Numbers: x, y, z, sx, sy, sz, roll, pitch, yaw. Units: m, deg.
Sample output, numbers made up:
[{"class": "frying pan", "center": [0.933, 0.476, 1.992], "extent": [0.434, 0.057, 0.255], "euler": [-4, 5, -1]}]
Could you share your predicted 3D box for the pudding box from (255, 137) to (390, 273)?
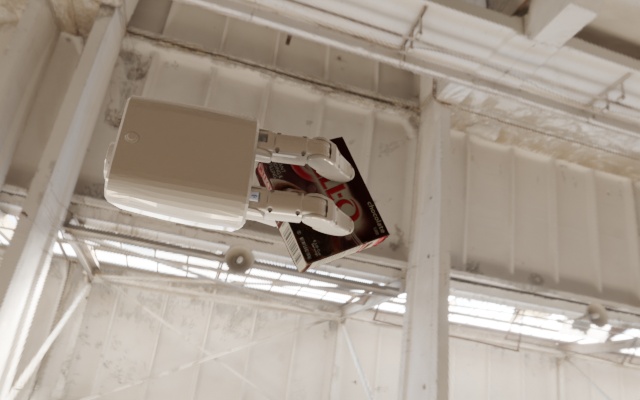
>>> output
[{"class": "pudding box", "center": [0.000, 0.002, 0.454], "extent": [0.090, 0.113, 0.039], "euler": [-17, -15, -24]}]
